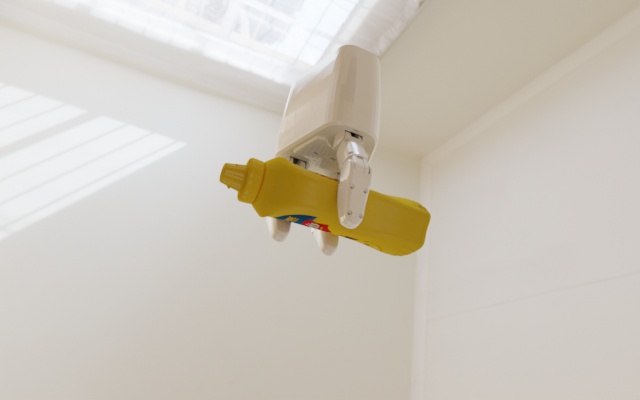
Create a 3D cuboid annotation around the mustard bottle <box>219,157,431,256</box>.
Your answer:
[{"bbox_3d":[0.000,0.002,0.450,0.191,0.058,0.096,18,-5,-18],"label":"mustard bottle"}]
